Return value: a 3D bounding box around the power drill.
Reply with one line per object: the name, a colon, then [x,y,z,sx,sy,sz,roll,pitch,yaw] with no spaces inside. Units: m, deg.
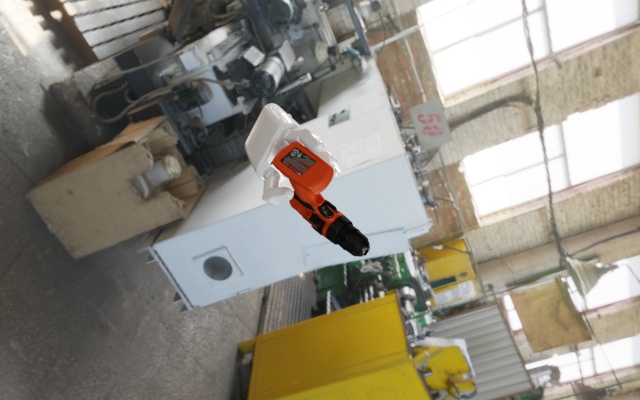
power drill: [0.000,0.002,0.786,0.184,0.057,0.188,36,-19,31]
